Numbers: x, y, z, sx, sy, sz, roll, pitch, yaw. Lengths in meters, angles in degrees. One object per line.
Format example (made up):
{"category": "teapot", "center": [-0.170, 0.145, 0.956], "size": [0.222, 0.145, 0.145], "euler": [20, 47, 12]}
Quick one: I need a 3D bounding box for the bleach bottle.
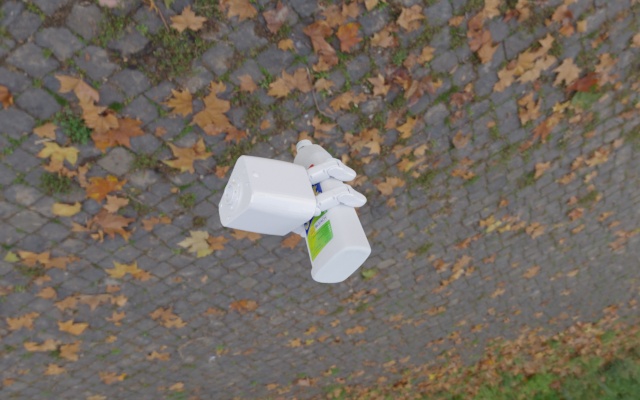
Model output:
{"category": "bleach bottle", "center": [0.000, 0.003, 0.788], "size": [0.068, 0.250, 0.103], "euler": [10, -45, -34]}
